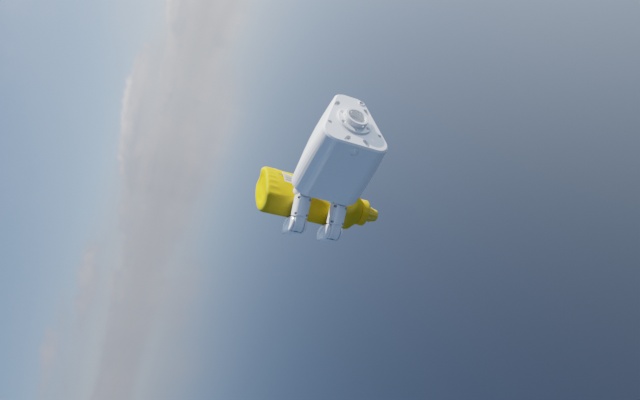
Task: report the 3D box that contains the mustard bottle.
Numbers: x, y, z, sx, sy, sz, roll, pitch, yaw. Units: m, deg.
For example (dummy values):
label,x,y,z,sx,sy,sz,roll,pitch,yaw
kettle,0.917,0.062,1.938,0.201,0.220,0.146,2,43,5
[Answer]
label,x,y,z,sx,sy,sz,roll,pitch,yaw
mustard bottle,0.000,0.003,0.730,0.191,0.058,0.096,14,21,-18
